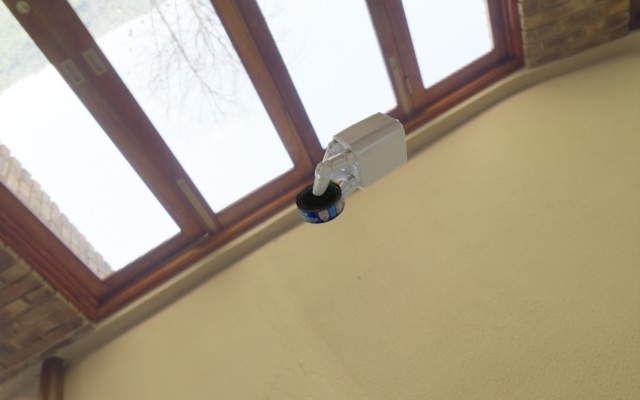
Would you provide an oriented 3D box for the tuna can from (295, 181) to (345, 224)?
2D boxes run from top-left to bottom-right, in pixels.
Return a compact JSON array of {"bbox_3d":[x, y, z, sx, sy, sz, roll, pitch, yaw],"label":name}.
[{"bbox_3d":[0.000,0.003,0.861,0.086,0.034,0.086,-12,36,9],"label":"tuna can"}]
